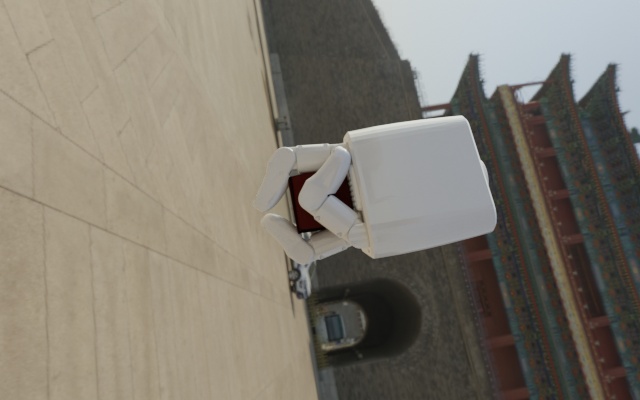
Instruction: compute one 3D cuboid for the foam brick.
[{"bbox_3d":[0.000,0.001,0.449,0.051,0.053,0.078,-11,-1,-2],"label":"foam brick"}]
